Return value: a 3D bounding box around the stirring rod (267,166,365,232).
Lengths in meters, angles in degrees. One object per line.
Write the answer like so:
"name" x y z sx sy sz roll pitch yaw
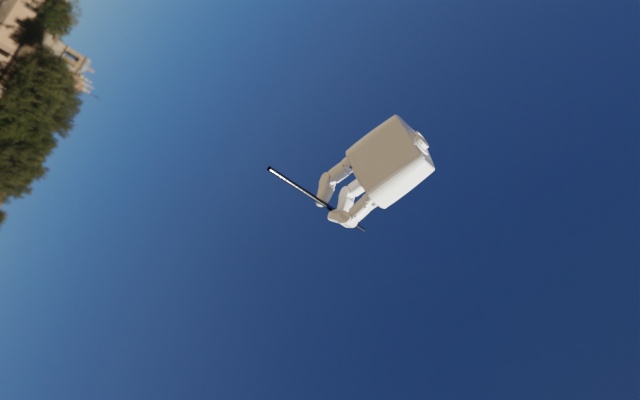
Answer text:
"stirring rod" 0.000 0.003 0.799 0.011 0.011 0.240 0 -25 46
